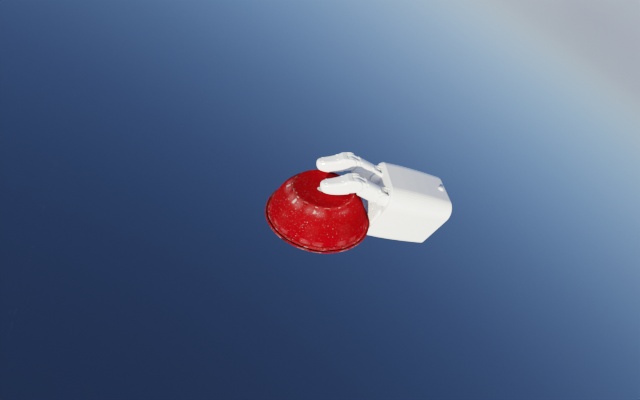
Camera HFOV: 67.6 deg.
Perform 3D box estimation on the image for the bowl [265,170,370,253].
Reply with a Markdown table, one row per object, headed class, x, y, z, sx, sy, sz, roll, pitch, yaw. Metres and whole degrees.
| class | x | y | z | sx | sy | sz | roll | pitch | yaw |
| --- | --- | --- | --- | --- | --- | --- | --- | --- | --- |
| bowl | -0.001 | 0.002 | 0.712 | 0.162 | 0.055 | 0.162 | 7 | 39 | -6 |
